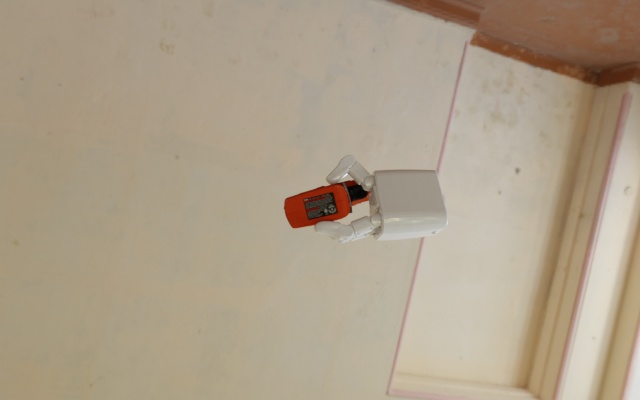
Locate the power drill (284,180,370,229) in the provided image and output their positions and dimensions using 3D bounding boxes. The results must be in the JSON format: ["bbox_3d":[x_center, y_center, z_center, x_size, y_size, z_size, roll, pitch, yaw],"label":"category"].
[{"bbox_3d":[0.000,0.003,0.839,0.184,0.057,0.187,-16,4,16],"label":"power drill"}]
